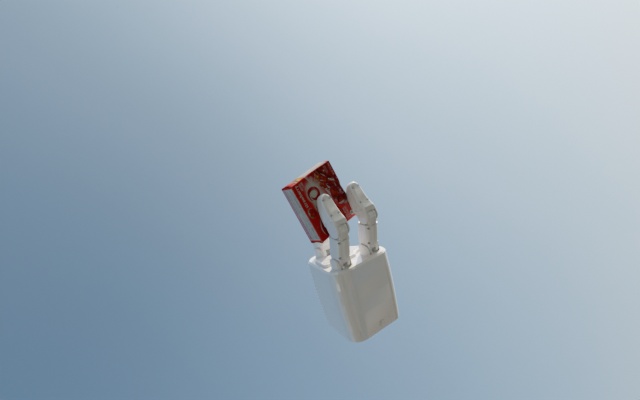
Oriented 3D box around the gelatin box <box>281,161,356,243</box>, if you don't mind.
[{"bbox_3d":[0.000,0.002,0.646,0.073,0.089,0.030,-37,16,-31],"label":"gelatin box"}]
